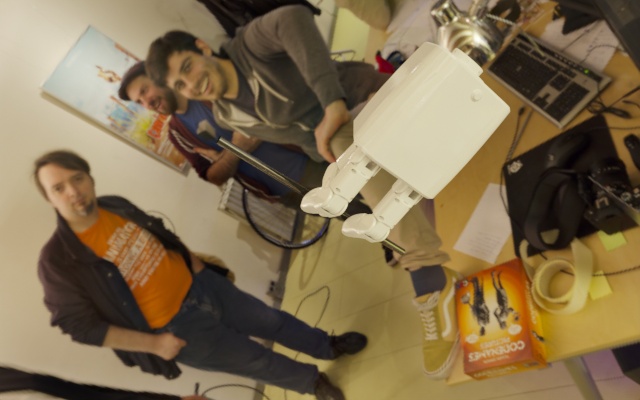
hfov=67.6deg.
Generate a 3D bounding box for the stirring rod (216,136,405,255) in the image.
[{"bbox_3d":[0.000,0.002,0.484,0.239,0.011,0.011,31,-15,-26],"label":"stirring rod"}]
